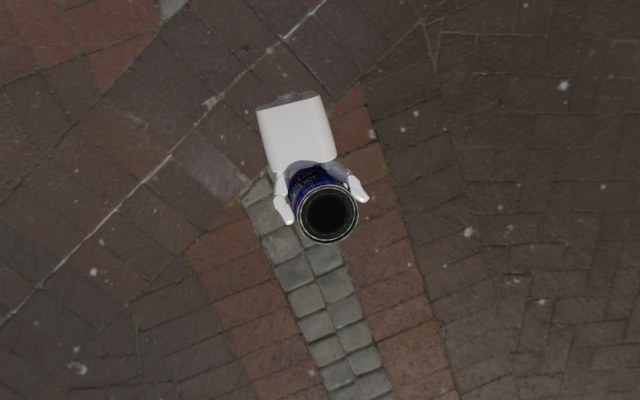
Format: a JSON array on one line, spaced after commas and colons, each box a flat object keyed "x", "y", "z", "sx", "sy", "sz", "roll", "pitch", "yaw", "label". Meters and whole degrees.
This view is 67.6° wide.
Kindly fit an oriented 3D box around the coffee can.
[{"x": 0.000, "y": 0.003, "z": 0.829, "sx": 0.103, "sy": 0.103, "sz": 0.140, "roll": 0, "pitch": 17, "yaw": -10, "label": "coffee can"}]
